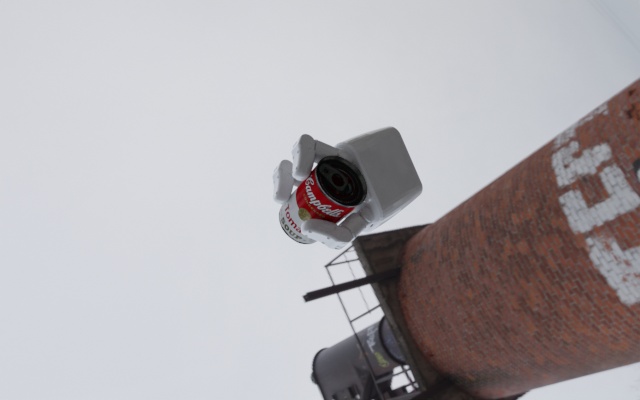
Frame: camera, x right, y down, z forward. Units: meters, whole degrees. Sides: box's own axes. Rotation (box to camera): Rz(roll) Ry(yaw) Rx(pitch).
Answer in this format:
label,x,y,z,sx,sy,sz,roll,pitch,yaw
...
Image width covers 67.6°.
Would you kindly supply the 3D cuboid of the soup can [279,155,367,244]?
label,x,y,z,sx,sy,sz,roll,pitch,yaw
soup can,0.000,0.002,0.574,0.068,0.068,0.102,0,-29,-34
